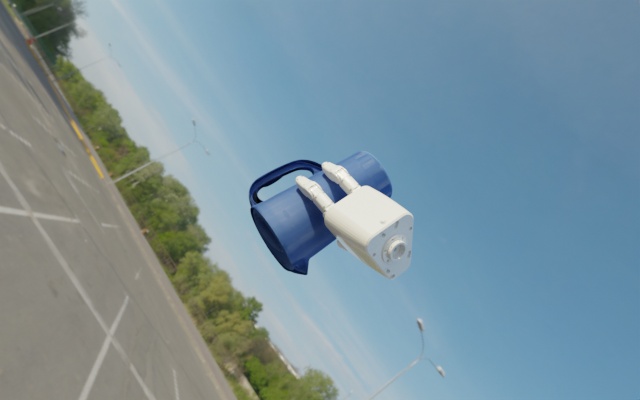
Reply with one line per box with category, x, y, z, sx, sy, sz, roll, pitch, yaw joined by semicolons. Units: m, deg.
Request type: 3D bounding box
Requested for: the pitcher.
pitcher;0.000;0.003;0.858;0.243;0.149;0.145;-32;34;-18
